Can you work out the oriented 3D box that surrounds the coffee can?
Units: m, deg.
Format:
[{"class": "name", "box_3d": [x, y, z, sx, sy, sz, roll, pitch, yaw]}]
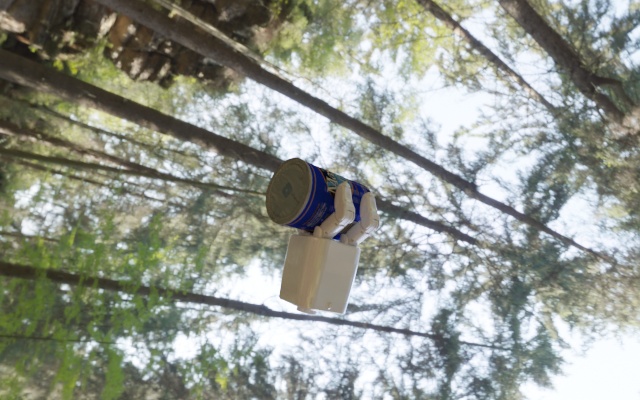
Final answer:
[{"class": "coffee can", "box_3d": [0.000, 0.002, 0.749, 0.140, 0.103, 0.103, 19, -12, -39]}]
